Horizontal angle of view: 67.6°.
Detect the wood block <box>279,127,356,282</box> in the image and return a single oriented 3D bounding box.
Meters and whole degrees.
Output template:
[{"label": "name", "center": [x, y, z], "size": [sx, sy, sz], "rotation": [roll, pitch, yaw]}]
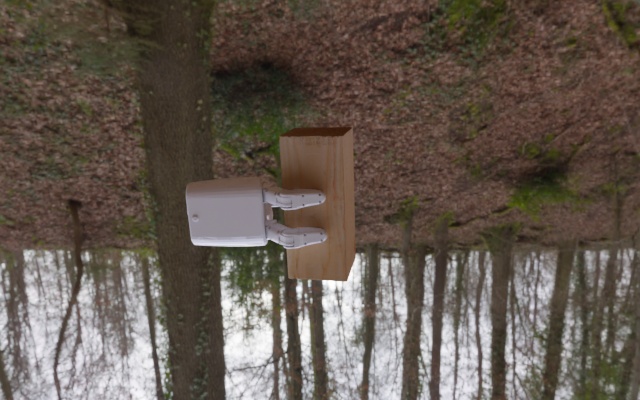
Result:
[{"label": "wood block", "center": [0.000, 0.002, 0.692], "size": [0.090, 0.206, 0.090], "rotation": [1, 17, 11]}]
